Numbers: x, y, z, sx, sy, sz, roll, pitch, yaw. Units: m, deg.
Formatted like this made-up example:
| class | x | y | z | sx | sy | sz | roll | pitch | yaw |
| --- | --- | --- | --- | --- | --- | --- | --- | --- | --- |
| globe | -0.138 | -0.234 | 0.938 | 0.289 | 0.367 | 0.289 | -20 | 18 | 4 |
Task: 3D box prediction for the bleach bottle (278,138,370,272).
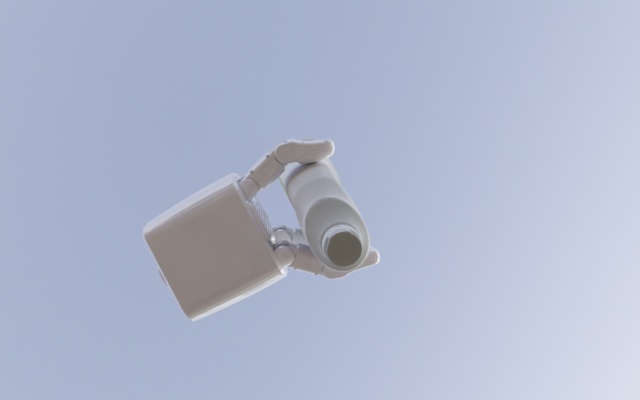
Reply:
| class | x | y | z | sx | sy | sz | roll | pitch | yaw |
| --- | --- | --- | --- | --- | --- | --- | --- | --- | --- |
| bleach bottle | 0.000 | 0.002 | 0.482 | 0.068 | 0.102 | 0.250 | -28 | 15 | 0 |
